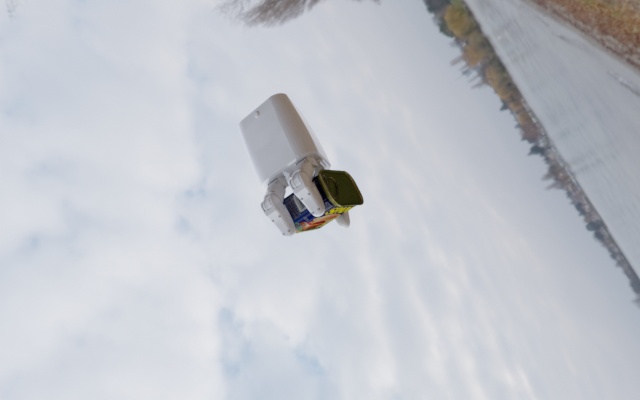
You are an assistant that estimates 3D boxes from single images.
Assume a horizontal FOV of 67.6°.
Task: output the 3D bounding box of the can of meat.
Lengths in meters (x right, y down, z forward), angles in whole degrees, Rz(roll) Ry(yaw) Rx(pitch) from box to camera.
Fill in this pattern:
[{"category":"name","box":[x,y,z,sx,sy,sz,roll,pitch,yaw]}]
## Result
[{"category":"can of meat","box":[0.000,0.002,0.676,0.084,0.057,0.102,-33,-14,25]}]
